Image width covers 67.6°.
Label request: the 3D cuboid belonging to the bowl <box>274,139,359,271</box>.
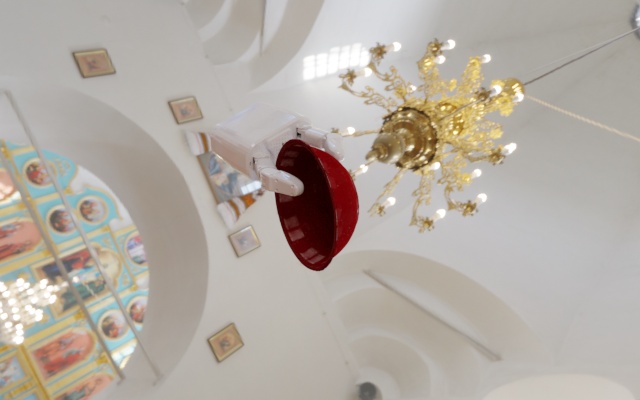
[{"bbox_3d":[0.001,0.003,0.586,0.055,0.162,0.162,-11,5,-27],"label":"bowl"}]
